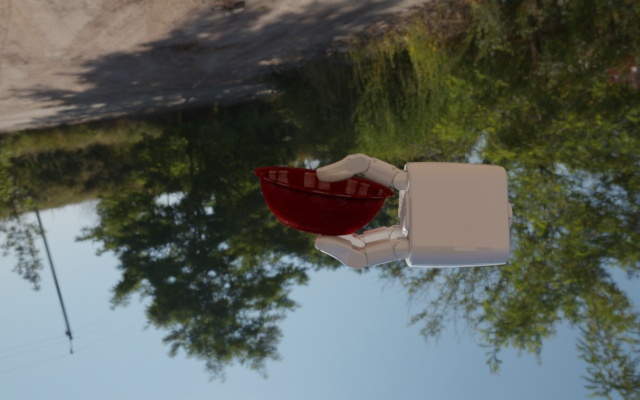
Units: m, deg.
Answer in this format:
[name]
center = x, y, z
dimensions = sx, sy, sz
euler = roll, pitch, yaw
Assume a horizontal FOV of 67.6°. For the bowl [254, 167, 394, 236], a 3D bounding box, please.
[bowl]
center = -0.001, 0.002, 0.555
dimensions = 0.162, 0.055, 0.162
euler = 9, 11, -2
